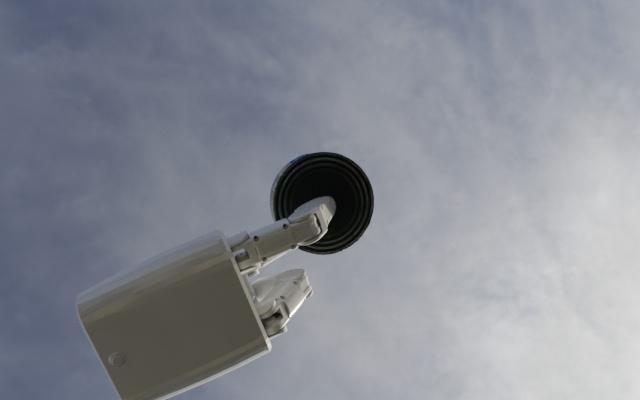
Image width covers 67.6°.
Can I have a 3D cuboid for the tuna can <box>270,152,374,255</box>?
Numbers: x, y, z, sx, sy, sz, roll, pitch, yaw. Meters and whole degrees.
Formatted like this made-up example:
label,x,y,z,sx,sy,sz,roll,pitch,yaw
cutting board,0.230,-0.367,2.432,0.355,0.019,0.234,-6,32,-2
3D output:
label,x,y,z,sx,sy,sz,roll,pitch,yaw
tuna can,0.000,0.001,0.410,0.086,0.086,0.033,0,6,-13
